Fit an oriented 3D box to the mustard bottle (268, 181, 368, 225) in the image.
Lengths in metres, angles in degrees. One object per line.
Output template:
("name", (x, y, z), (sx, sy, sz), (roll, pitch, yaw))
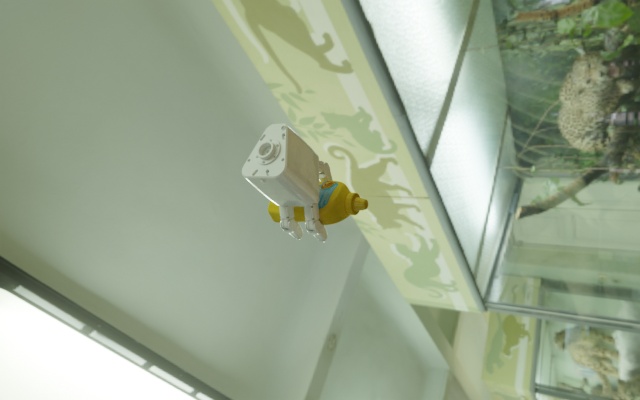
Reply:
("mustard bottle", (0.000, 0.003, 0.899), (0.191, 0.058, 0.096), (2, 43, 32))
